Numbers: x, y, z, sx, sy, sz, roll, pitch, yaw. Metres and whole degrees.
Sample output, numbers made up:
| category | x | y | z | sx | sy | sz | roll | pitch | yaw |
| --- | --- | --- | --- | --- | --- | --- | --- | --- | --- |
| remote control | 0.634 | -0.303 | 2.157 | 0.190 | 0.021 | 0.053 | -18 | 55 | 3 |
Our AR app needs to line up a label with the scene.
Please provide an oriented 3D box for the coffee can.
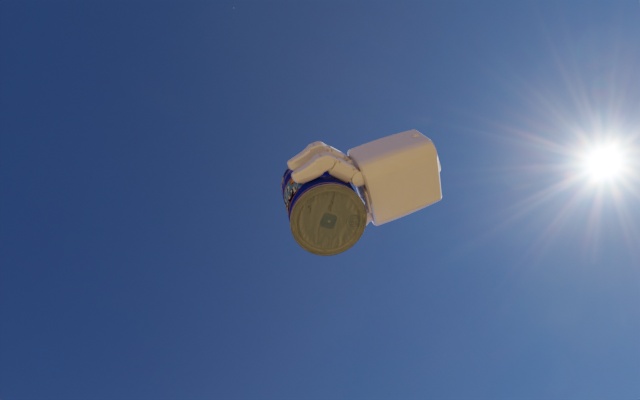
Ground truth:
| category | x | y | z | sx | sy | sz | roll | pitch | yaw |
| --- | --- | --- | --- | --- | --- | --- | --- | --- | --- |
| coffee can | 0.000 | 0.002 | 0.689 | 0.103 | 0.103 | 0.140 | 0 | 22 | -10 |
